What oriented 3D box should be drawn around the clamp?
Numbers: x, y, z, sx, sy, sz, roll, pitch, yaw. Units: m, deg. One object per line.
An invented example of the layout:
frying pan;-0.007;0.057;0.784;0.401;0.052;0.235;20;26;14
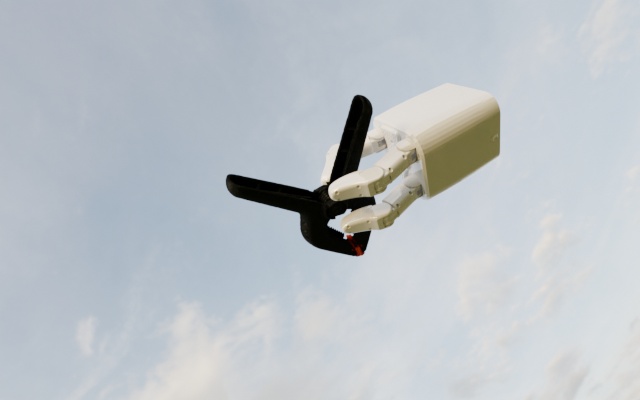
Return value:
clamp;0.000;0.002;0.531;0.164;0.210;0.036;-27;45;-6
